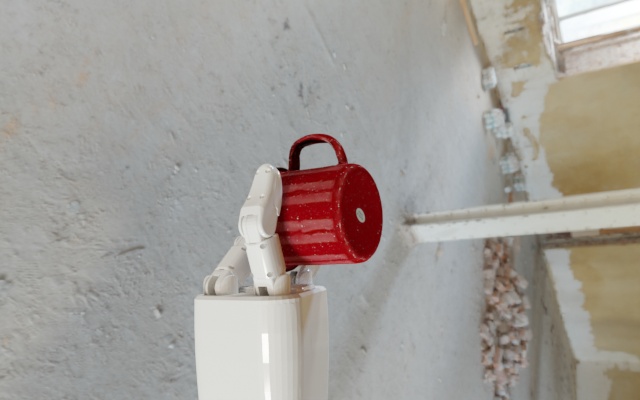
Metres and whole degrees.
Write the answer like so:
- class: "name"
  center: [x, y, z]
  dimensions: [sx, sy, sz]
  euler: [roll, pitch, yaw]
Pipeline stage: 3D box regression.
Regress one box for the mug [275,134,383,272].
- class: "mug"
  center: [0.000, 0.000, 0.405]
  dimensions: [0.081, 0.117, 0.093]
  euler: [-6, -7, 32]
